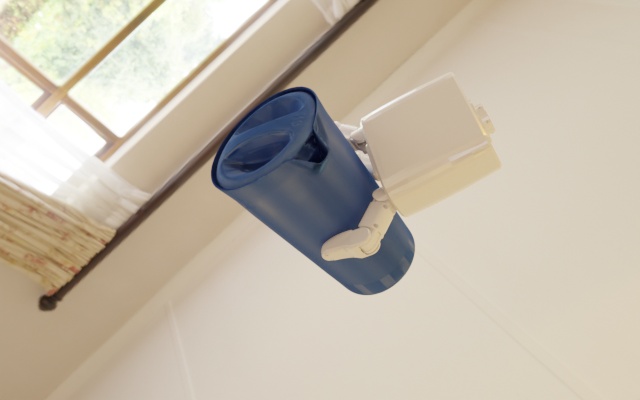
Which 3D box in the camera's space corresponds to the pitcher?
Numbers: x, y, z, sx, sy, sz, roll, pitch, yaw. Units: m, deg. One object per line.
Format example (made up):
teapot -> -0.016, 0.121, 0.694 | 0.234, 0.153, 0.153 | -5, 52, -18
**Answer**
pitcher -> 0.000, 0.002, 0.539 | 0.145, 0.149, 0.243 | -28, -51, 20
